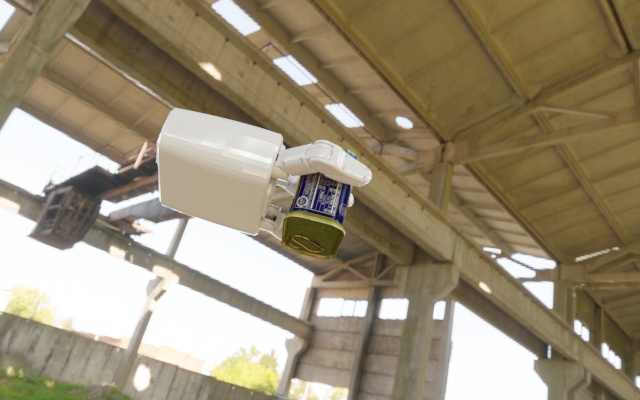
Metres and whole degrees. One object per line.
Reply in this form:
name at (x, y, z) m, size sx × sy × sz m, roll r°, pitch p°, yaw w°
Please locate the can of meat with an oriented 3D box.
can of meat at (0.000, 0.001, 0.476) m, size 0.057 × 0.084 × 0.102 m, roll 15°, pitch -24°, yaw 0°
